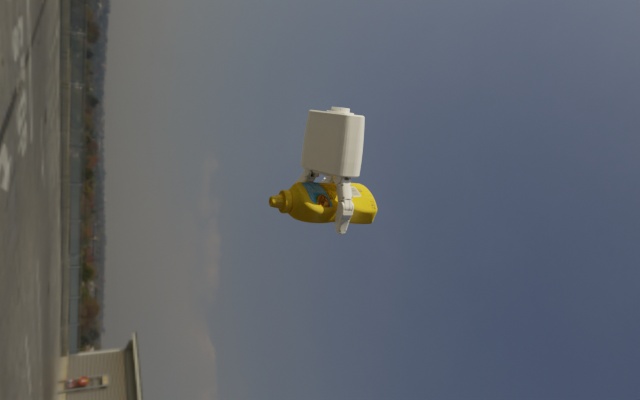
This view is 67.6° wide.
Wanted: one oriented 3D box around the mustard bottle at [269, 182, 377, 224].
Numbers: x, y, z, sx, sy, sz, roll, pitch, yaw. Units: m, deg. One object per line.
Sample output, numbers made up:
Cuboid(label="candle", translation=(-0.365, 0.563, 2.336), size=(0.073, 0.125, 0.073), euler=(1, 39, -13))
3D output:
Cuboid(label="mustard bottle", translation=(0.000, 0.003, 0.860), size=(0.191, 0.058, 0.096), euler=(1, 36, -26))
